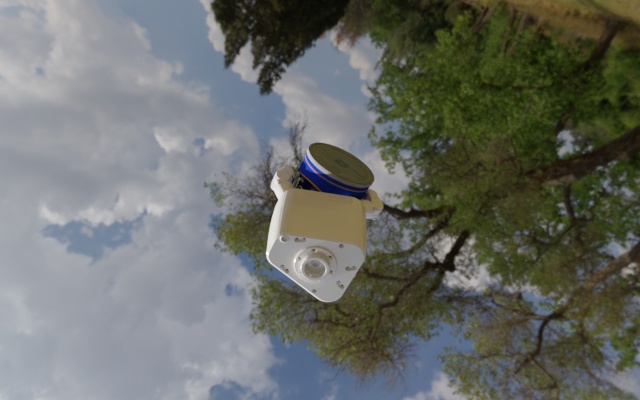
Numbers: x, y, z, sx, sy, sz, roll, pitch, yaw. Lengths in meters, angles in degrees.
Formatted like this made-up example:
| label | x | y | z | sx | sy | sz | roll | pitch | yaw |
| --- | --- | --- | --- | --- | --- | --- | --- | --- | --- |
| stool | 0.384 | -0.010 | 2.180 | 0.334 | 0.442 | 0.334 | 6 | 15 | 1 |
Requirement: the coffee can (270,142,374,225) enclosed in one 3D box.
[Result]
| label | x | y | z | sx | sy | sz | roll | pitch | yaw |
| --- | --- | --- | --- | --- | --- | --- | --- | --- | --- |
| coffee can | 0.000 | 0.002 | 0.692 | 0.103 | 0.140 | 0.102 | 23 | 26 | -12 |
